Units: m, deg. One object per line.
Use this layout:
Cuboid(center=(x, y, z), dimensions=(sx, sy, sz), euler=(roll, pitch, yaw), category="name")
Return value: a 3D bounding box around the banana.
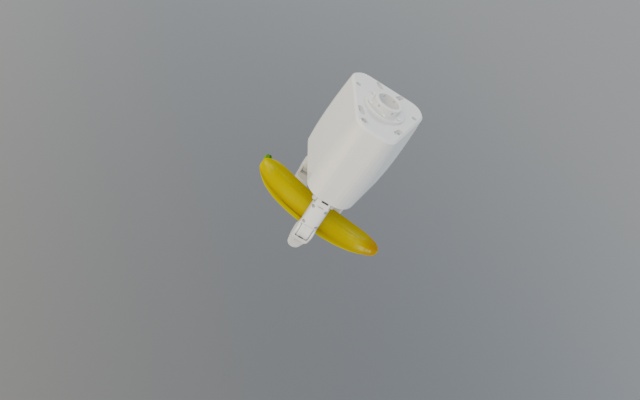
Cuboid(center=(-0.011, 0.005, 0.593), dimensions=(0.198, 0.037, 0.069), euler=(42, 31, 12), category="banana")
